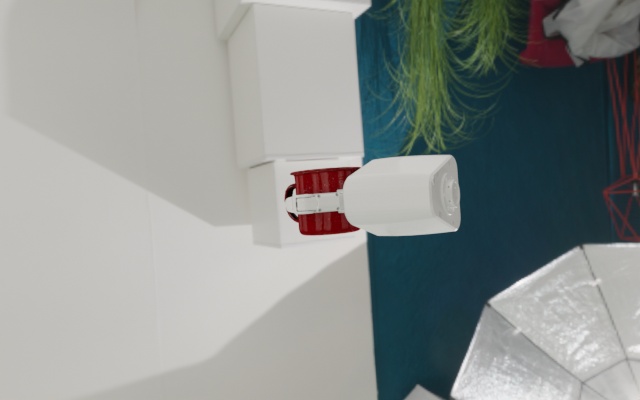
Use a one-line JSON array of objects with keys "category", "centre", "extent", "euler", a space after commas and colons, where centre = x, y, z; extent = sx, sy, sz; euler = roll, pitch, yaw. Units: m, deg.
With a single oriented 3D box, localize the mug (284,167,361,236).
[{"category": "mug", "centre": [-0.001, 0.002, 0.624], "extent": [0.117, 0.081, 0.093], "euler": [-4, 0, 33]}]
